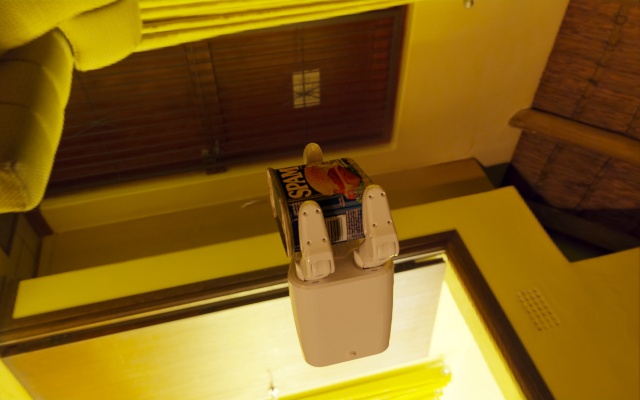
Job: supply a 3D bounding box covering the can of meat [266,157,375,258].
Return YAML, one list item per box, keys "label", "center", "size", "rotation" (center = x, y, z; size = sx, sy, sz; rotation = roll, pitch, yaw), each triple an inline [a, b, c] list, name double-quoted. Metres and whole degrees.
- label: "can of meat"
  center: [0.000, 0.001, 0.440]
  size: [0.084, 0.057, 0.102]
  rotation: [-10, 27, -10]
